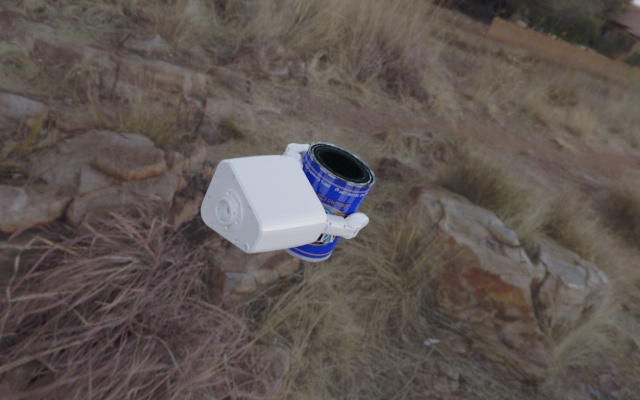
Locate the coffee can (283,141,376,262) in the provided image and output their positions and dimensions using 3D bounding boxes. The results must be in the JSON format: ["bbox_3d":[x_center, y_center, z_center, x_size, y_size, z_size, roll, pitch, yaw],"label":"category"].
[{"bbox_3d":[0.000,0.002,0.681,0.103,0.140,0.102,22,29,-13],"label":"coffee can"}]
